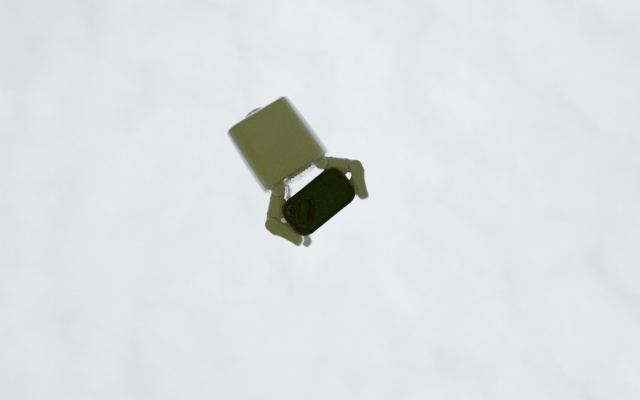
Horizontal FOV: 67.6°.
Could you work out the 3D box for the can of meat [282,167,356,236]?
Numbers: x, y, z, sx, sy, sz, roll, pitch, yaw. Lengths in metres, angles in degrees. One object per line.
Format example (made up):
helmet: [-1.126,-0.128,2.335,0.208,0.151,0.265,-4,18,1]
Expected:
can of meat: [0.000,0.002,0.680,0.102,0.057,0.084,-39,-3,2]
